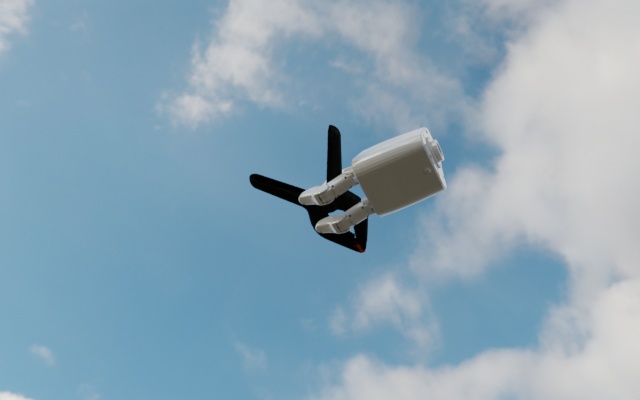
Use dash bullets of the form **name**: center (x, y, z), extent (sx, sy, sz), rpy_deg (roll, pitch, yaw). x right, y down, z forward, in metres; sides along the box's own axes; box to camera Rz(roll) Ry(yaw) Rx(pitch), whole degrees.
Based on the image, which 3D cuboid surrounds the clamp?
- **clamp**: center (0.001, 0.002, 0.740), extent (0.164, 0.210, 0.036), rpy_deg (-22, 25, 23)
